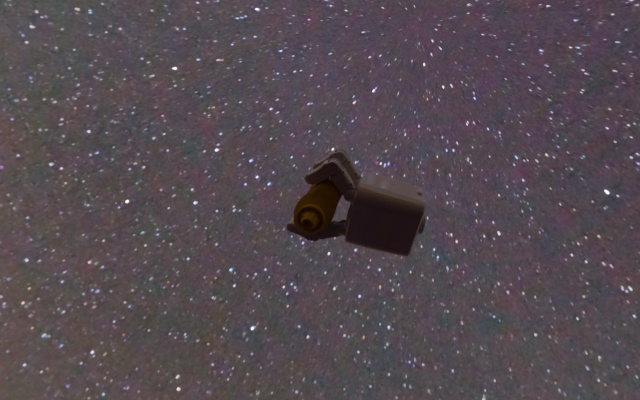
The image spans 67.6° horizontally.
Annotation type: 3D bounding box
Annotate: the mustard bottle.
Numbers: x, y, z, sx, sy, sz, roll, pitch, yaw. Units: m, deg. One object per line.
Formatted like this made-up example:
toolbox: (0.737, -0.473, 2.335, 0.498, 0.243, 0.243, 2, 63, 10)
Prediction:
mustard bottle: (0.000, 0.002, 0.761, 0.058, 0.096, 0.191, 38, 23, -3)
